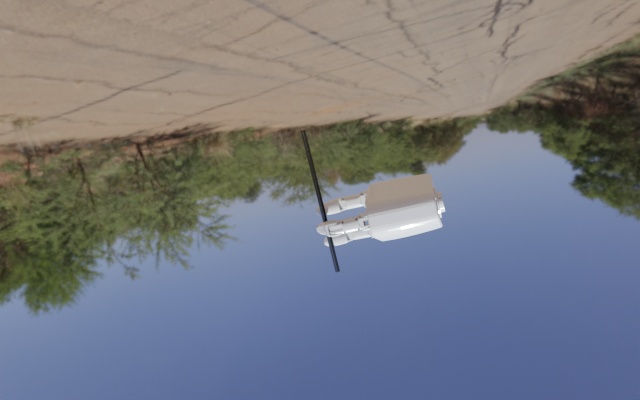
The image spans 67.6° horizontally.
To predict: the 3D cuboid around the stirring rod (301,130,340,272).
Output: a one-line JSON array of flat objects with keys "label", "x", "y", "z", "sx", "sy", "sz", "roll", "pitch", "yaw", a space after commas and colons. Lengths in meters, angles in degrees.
[{"label": "stirring rod", "x": 0.000, "y": 0.002, "z": 0.788, "sx": 0.011, "sy": 0.239, "sz": 0.011, "roll": -14, "pitch": 5, "yaw": 1}]
